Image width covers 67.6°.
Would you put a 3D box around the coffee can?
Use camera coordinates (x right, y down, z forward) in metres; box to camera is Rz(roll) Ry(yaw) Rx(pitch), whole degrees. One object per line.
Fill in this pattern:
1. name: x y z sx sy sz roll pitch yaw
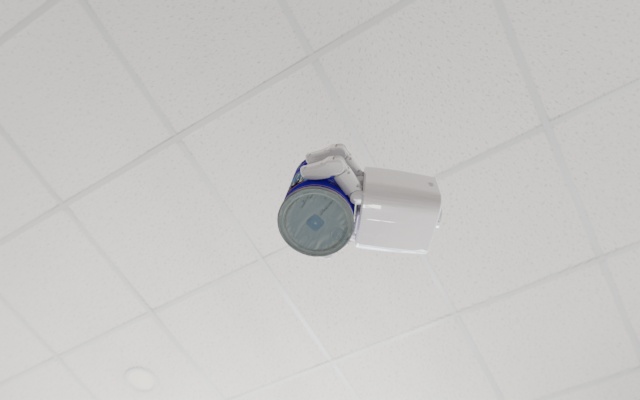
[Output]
1. coffee can: 0.000 0.002 0.693 0.103 0.103 0.140 0 24 6
